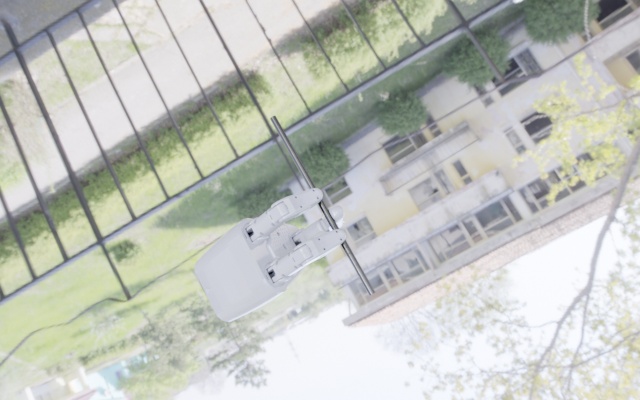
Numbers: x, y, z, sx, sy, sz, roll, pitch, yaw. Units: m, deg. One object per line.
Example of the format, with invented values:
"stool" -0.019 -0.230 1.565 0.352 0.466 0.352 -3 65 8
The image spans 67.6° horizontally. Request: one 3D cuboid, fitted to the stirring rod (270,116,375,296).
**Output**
"stirring rod" 0.000 0.002 0.557 0.011 0.239 0.011 -28 -11 -6
